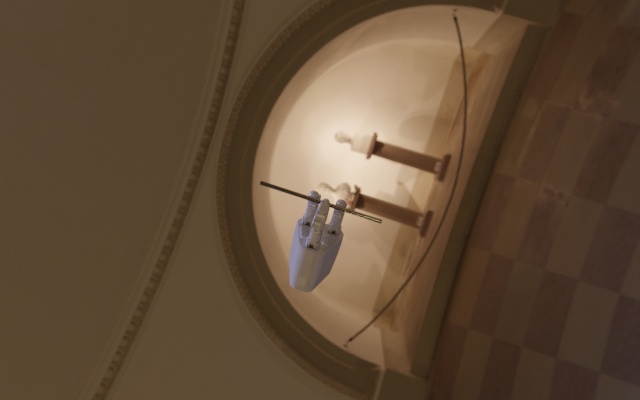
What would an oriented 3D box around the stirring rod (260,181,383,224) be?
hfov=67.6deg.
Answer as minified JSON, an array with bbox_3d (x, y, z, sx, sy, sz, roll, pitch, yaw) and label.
[{"bbox_3d":[0.000,0.003,0.896,0.239,0.011,0.011,18,1,4],"label":"stirring rod"}]
